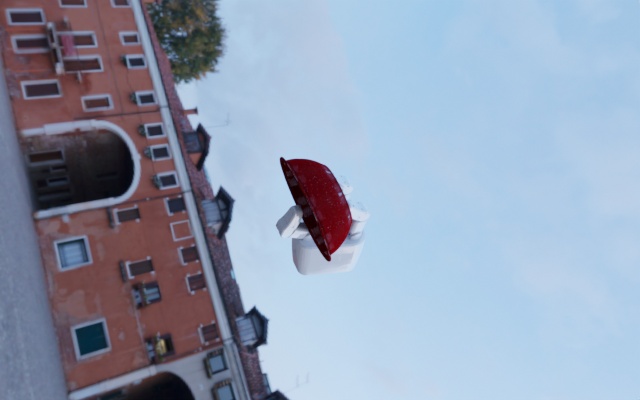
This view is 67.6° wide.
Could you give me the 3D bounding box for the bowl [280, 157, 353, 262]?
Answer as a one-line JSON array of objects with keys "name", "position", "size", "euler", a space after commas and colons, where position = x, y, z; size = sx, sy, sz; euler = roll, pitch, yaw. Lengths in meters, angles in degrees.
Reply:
[{"name": "bowl", "position": [0.001, 0.002, 0.670], "size": [0.055, 0.162, 0.162], "euler": [-25, 3, -7]}]
